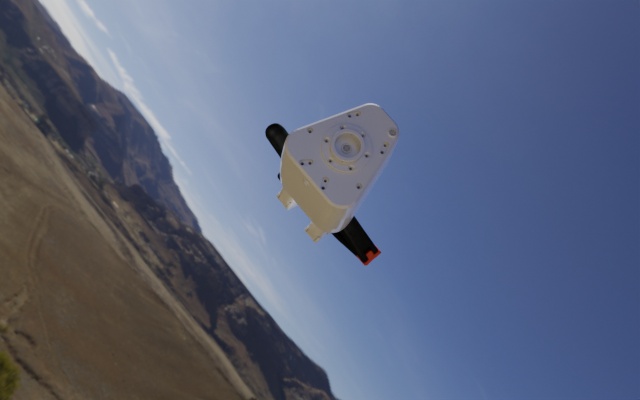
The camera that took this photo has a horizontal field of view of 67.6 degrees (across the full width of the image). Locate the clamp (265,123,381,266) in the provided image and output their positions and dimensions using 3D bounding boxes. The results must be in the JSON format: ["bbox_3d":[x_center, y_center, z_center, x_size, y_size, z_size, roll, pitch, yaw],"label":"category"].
[{"bbox_3d":[0.001,0.002,0.651,0.036,0.210,0.164,-39,-8,-10],"label":"clamp"}]
